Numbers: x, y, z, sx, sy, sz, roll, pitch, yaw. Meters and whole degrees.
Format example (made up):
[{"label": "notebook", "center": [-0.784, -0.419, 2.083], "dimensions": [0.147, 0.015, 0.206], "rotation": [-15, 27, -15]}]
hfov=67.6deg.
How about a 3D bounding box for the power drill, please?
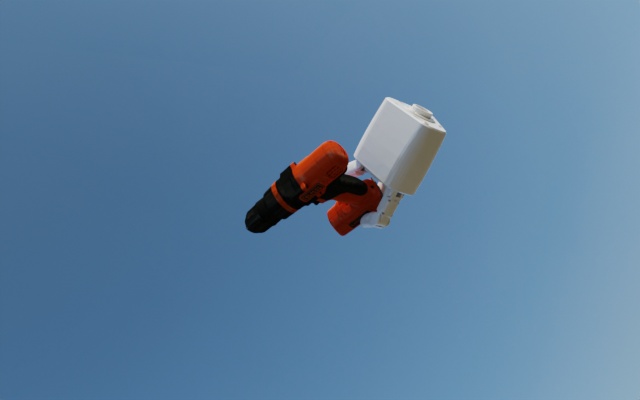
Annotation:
[{"label": "power drill", "center": [0.001, 0.002, 0.724], "dimensions": [0.184, 0.057, 0.188], "rotation": [-38, -30, 21]}]
